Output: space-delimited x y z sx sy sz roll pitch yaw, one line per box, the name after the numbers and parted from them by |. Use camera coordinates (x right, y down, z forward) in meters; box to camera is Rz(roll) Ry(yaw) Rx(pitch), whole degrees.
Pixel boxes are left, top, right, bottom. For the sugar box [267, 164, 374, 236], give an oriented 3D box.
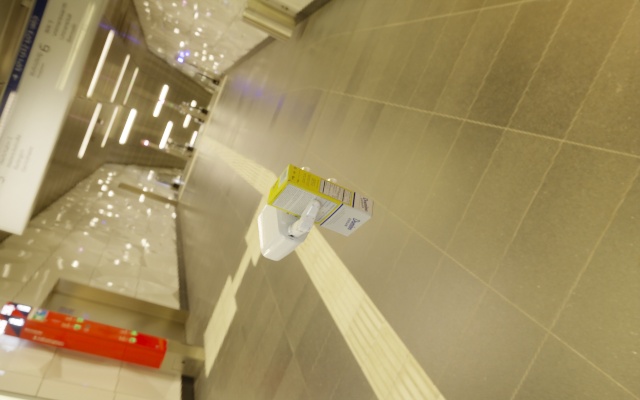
0.000 0.002 0.888 0.176 0.048 0.093 21 -37 -20 | sugar box
